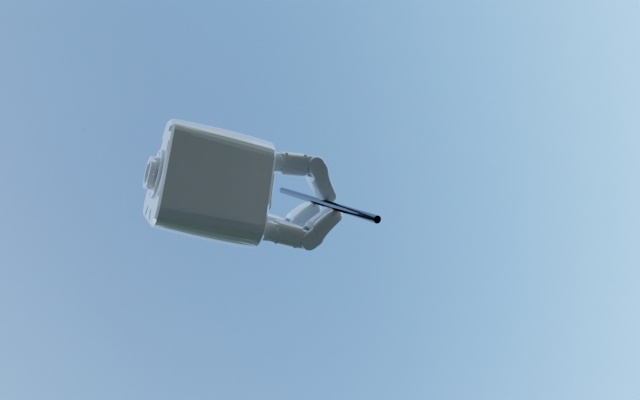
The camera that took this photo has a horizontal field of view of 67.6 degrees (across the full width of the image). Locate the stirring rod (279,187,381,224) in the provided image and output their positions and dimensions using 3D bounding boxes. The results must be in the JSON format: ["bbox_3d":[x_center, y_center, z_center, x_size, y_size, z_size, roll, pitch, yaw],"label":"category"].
[{"bbox_3d":[0.000,0.002,0.549,0.011,0.011,0.239,0,8,-26],"label":"stirring rod"}]
